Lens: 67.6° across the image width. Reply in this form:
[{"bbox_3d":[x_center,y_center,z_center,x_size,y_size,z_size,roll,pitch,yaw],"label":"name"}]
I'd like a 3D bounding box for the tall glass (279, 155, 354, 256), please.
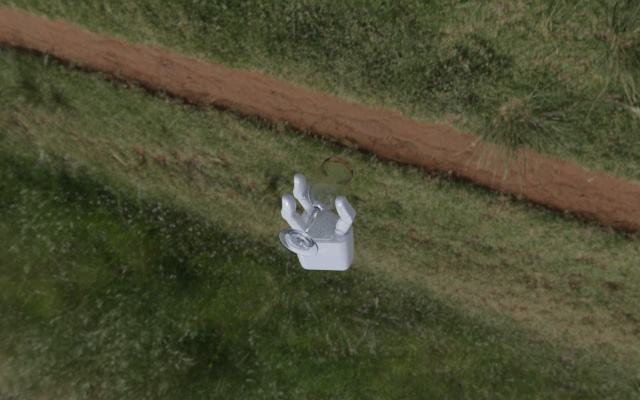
[{"bbox_3d":[0.000,0.003,0.888,0.079,0.201,0.079,18,-36,14],"label":"tall glass"}]
